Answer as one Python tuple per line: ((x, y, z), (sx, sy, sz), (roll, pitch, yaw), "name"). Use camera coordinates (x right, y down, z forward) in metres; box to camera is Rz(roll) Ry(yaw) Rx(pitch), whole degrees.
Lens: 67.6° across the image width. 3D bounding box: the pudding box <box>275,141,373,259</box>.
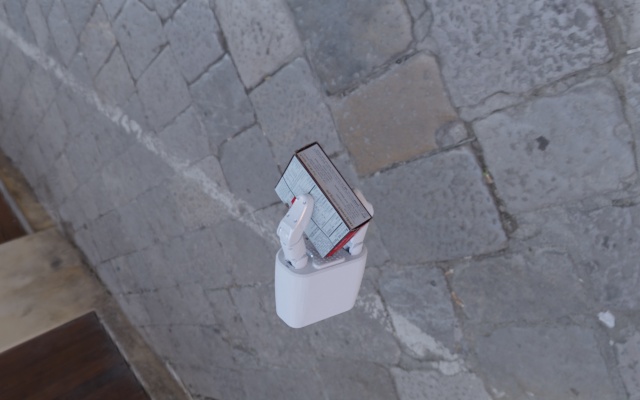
((0.000, 0.002, 0.559), (0.039, 0.113, 0.090), (-31, -11, -33), "pudding box")
